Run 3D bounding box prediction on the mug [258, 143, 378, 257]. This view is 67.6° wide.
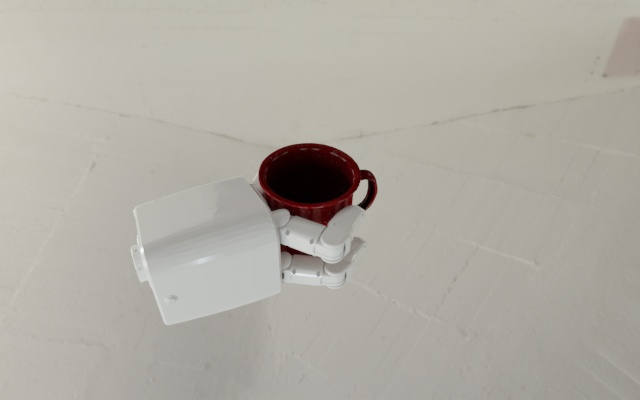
[{"bbox_3d":[0.001,0.001,0.462,0.117,0.082,0.093,-14,45,-18],"label":"mug"}]
